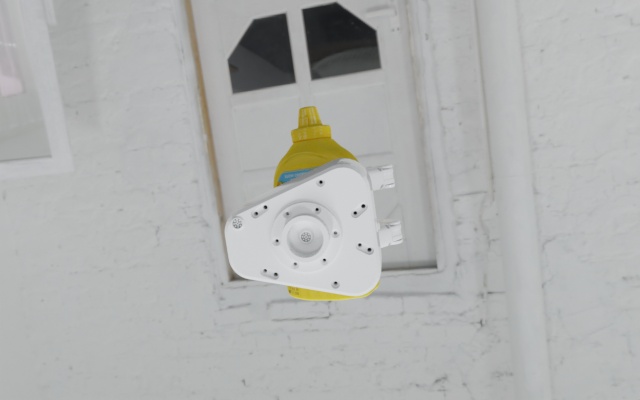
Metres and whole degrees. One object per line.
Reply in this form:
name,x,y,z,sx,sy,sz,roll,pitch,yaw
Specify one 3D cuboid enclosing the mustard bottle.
mustard bottle,0.000,0.002,0.484,0.096,0.191,0.058,-6,5,29
